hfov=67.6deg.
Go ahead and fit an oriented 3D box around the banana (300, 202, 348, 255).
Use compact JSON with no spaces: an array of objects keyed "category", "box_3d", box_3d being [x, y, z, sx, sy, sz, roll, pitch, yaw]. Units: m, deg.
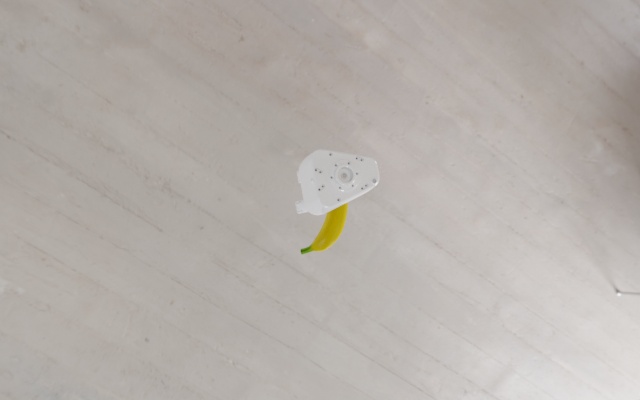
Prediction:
[{"category":"banana","box_3d":[0.017,0.011,0.884,0.069,0.198,0.037,14,-4,-3]}]
